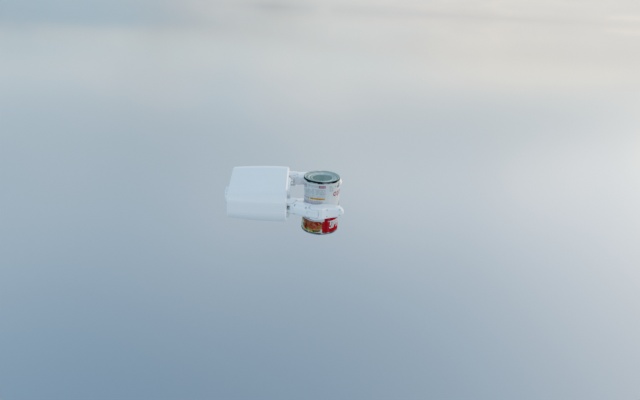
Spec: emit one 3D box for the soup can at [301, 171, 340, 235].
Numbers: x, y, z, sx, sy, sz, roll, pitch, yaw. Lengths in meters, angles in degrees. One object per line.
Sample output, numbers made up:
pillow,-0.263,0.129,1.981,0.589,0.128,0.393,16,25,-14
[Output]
soup can,0.001,0.003,0.873,0.068,0.102,0.068,2,22,-1
